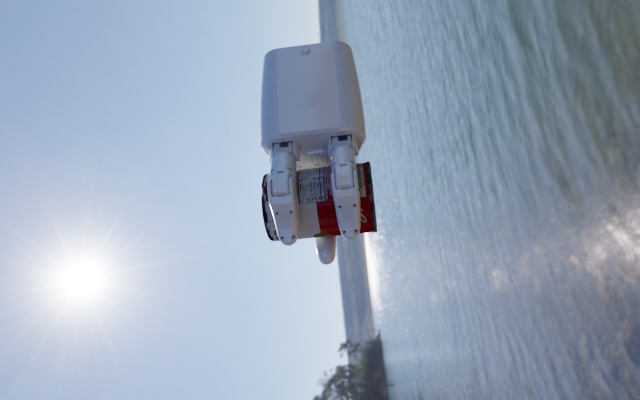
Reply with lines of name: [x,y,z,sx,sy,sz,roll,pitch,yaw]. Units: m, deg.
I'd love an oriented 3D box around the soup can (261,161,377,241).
soup can: [0.000,0.002,0.457,0.102,0.068,0.068,-6,-1,5]
